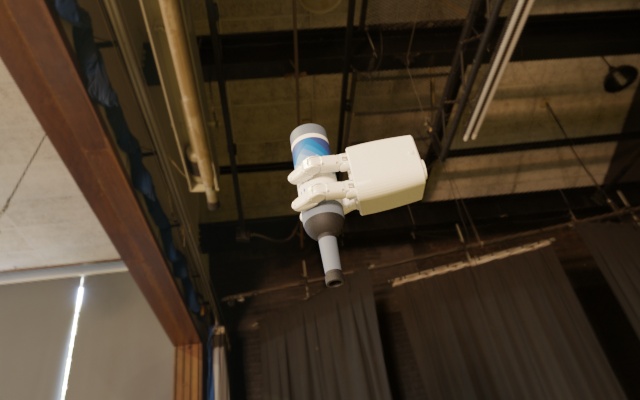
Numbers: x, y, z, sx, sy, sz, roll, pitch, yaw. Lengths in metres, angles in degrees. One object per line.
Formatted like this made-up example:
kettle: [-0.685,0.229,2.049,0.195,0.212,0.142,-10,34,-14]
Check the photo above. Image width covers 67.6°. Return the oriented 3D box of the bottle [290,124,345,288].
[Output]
bottle: [0.000,0.002,0.769,0.069,0.295,0.069,-7,-36,-5]
